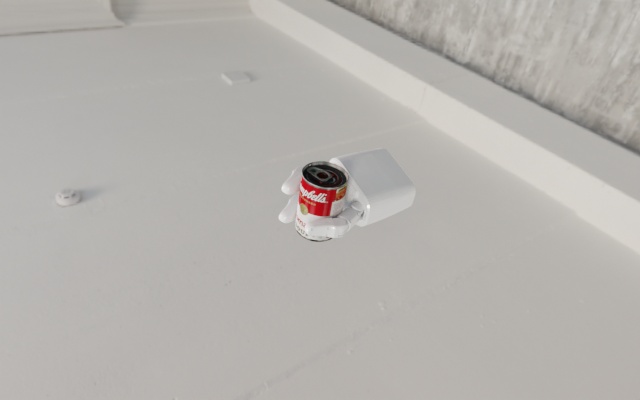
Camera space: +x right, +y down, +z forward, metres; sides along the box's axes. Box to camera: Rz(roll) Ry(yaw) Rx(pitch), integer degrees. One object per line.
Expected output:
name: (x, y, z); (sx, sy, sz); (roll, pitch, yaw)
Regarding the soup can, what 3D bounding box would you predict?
soup can: (0.000, 0.003, 0.708); (0.068, 0.102, 0.068); (6, 37, -5)
